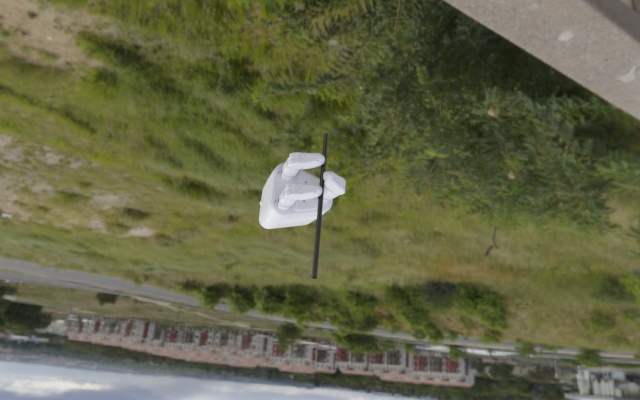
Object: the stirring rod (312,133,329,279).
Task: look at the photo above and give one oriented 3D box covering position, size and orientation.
[{"bbox_3d":[0.000,0.002,0.746,0.011,0.239,0.011,4,-21,2],"label":"stirring rod"}]
